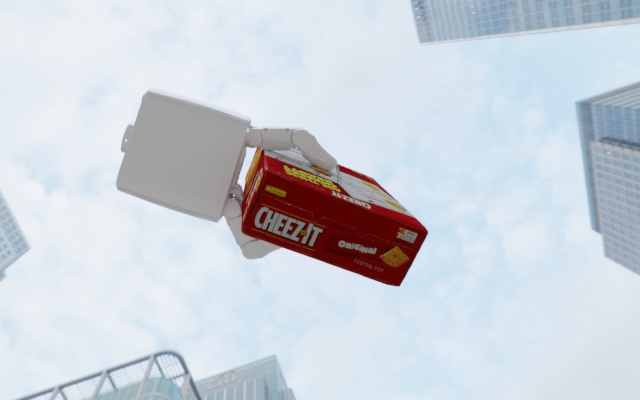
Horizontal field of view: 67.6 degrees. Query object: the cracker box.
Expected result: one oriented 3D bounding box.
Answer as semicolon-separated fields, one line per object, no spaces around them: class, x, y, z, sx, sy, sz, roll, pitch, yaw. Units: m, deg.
cracker box;0.000;0.002;0.528;0.164;0.072;0.213;20;12;-13
